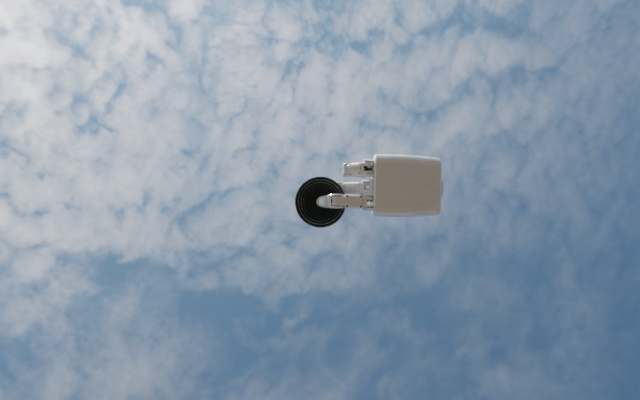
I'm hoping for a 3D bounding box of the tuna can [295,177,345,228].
[{"bbox_3d":[0.000,0.003,0.815,0.086,0.086,0.034,0,0,0],"label":"tuna can"}]
